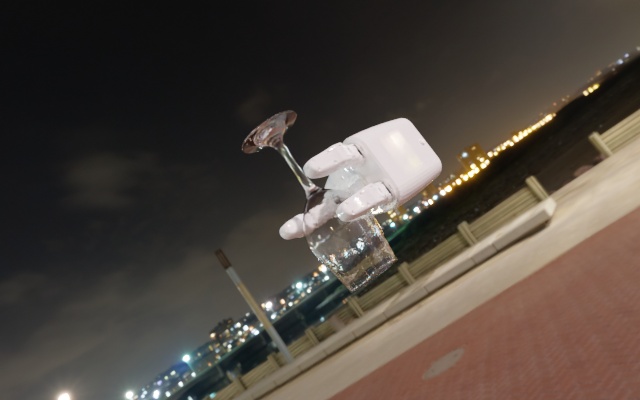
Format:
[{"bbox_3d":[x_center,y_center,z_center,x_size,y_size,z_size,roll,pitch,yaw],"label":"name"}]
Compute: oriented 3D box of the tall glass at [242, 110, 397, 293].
[{"bbox_3d":[0.000,0.001,0.526,0.079,0.201,0.079,-35,-8,-6],"label":"tall glass"}]
